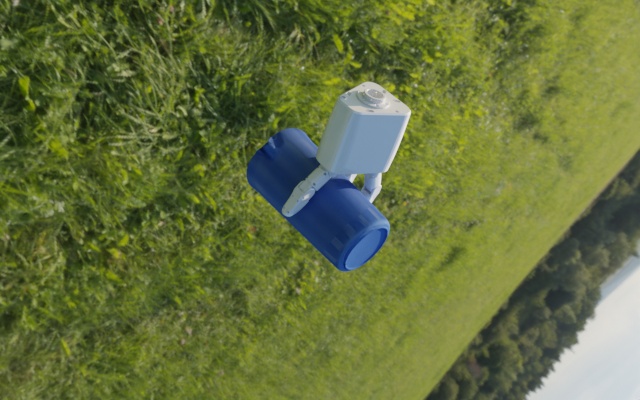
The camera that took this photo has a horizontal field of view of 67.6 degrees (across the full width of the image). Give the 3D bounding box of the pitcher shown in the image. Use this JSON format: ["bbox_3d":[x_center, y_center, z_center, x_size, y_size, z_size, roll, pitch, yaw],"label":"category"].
[{"bbox_3d":[0.000,0.002,0.796,0.149,0.145,0.242,-17,51,-40],"label":"pitcher"}]
